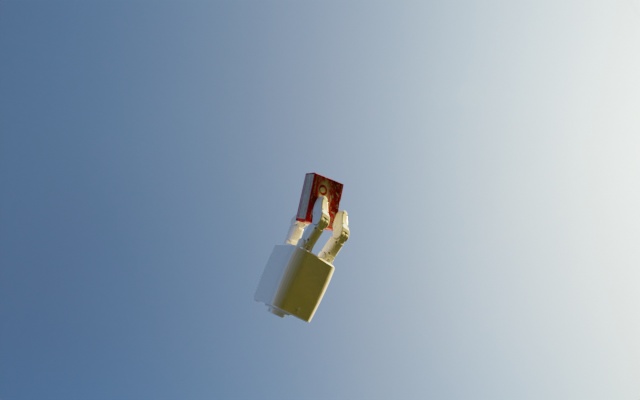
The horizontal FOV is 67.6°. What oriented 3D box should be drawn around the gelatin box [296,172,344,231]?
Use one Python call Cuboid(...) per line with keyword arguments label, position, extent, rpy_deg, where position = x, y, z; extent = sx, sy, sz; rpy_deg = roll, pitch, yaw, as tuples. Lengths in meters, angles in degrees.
Cuboid(label="gelatin box", position=(0.000, 0.002, 0.852), extent=(0.073, 0.089, 0.030), rpy_deg=(19, -12, -39))
